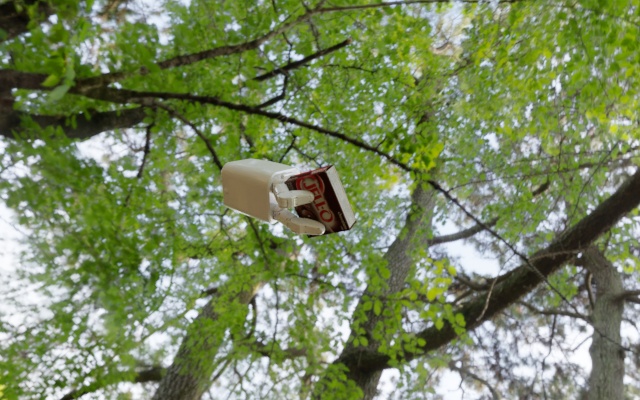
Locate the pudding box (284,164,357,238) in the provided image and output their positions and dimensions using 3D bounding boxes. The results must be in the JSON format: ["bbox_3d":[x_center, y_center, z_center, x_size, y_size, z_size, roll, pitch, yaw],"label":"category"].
[{"bbox_3d":[0.000,0.003,0.816,0.090,0.113,0.039,-13,19,35],"label":"pudding box"}]
